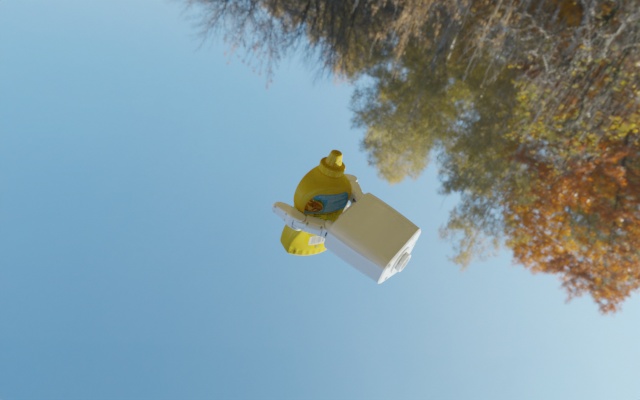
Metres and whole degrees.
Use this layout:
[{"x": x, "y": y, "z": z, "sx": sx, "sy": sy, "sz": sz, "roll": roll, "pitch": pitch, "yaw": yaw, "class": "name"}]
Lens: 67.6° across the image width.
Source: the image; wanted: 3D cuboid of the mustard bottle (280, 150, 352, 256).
[{"x": 0.000, "y": 0.003, "z": 0.772, "sx": 0.096, "sy": 0.192, "sz": 0.058, "roll": -6, "pitch": 42, "yaw": -30, "class": "mustard bottle"}]
